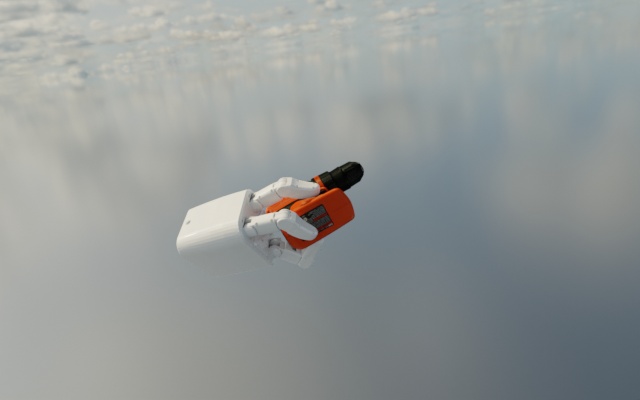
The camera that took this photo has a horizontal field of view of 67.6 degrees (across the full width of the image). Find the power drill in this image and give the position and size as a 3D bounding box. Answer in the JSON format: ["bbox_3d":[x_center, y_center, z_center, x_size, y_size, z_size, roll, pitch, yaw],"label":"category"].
[{"bbox_3d":[0.000,0.003,0.751,0.184,0.057,0.187,-32,11,0],"label":"power drill"}]
